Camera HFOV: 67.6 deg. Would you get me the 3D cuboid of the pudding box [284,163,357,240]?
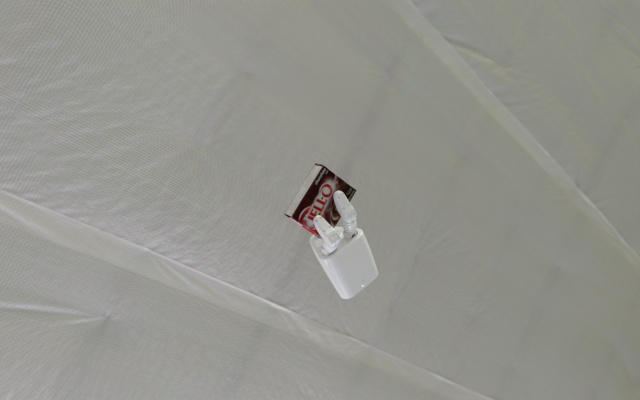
[{"bbox_3d":[0.000,0.003,0.869,0.090,0.113,0.039,35,-9,-32],"label":"pudding box"}]
